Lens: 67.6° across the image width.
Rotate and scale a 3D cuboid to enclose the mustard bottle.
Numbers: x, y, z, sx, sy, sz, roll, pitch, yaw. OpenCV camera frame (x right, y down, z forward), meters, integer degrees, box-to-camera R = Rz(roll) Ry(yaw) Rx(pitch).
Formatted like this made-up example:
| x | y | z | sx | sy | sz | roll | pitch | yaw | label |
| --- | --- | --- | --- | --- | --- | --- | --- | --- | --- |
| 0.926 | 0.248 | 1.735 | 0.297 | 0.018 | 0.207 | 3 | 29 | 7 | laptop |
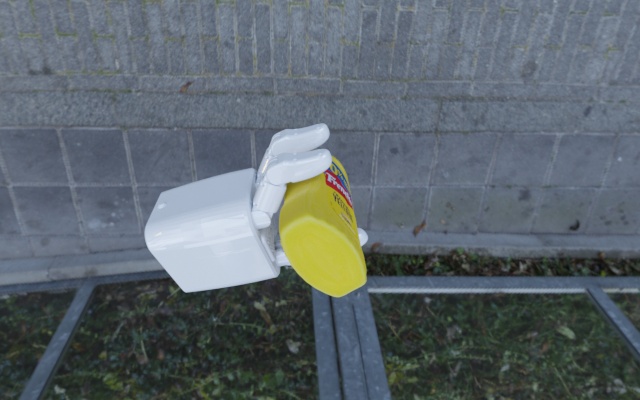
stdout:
| x | y | z | sx | sy | sz | roll | pitch | yaw | label |
| --- | --- | --- | --- | --- | --- | --- | --- | --- | --- |
| 0.000 | 0.002 | 0.484 | 0.058 | 0.096 | 0.191 | -32 | 28 | 16 | mustard bottle |
